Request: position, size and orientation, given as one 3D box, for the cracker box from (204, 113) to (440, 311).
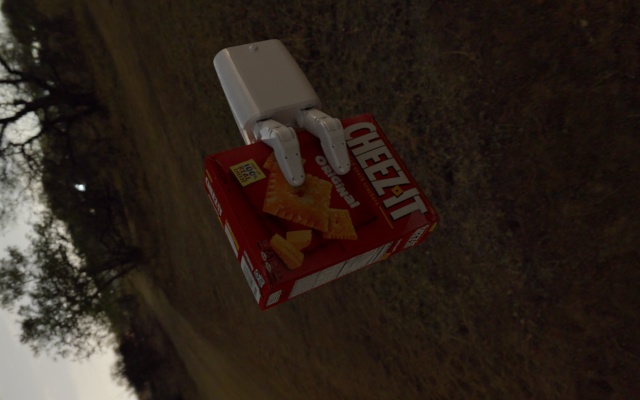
[{"bbox_3d":[0.000,0.002,0.535,0.213,0.164,0.072,-19,-23,-23],"label":"cracker box"}]
